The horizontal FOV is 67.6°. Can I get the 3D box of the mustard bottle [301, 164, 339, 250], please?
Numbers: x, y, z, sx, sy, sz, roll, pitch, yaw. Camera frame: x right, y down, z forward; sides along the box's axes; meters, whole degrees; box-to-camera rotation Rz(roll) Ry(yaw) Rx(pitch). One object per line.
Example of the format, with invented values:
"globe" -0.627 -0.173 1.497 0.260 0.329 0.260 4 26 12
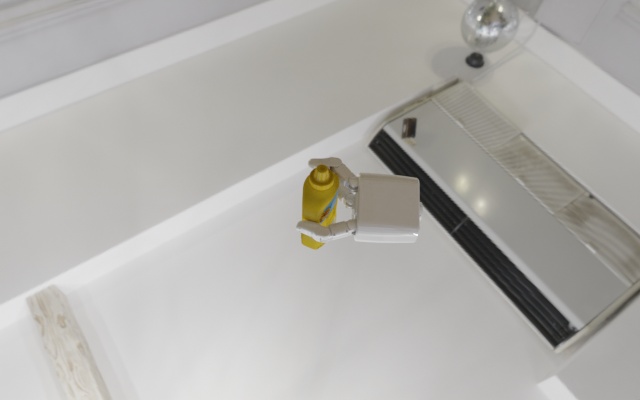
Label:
"mustard bottle" 0.000 0.003 0.837 0.058 0.096 0.192 23 -32 12
